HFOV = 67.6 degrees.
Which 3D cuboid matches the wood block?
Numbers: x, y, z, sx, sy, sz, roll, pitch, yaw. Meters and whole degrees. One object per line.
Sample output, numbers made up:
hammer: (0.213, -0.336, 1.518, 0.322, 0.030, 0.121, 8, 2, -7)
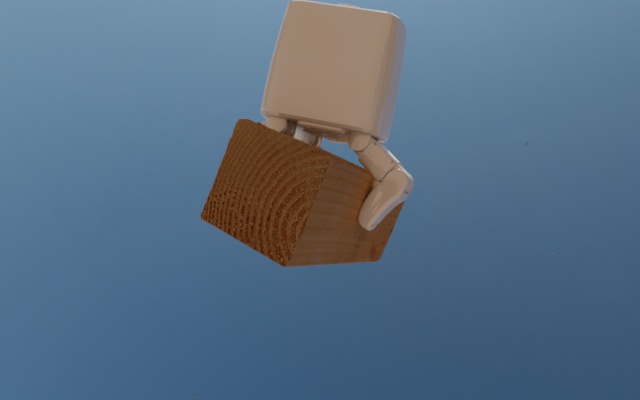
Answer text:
wood block: (0.001, 0.001, 0.447, 0.091, 0.090, 0.206, 25, 6, 26)
